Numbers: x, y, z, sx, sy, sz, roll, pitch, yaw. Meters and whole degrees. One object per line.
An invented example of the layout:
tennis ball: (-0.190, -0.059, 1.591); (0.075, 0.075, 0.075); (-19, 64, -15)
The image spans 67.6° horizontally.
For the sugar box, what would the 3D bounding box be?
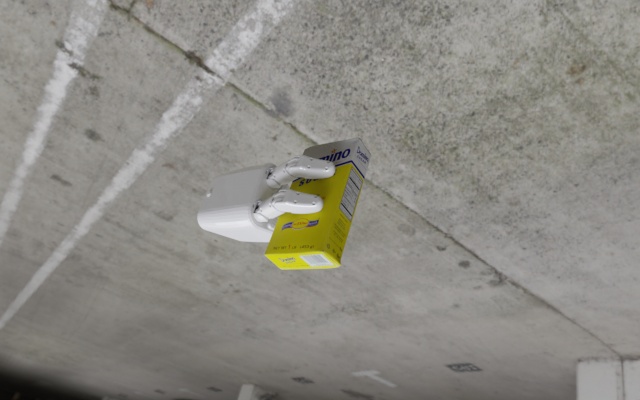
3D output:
sugar box: (0.000, 0.002, 0.616); (0.093, 0.176, 0.048); (-7, -37, 34)
